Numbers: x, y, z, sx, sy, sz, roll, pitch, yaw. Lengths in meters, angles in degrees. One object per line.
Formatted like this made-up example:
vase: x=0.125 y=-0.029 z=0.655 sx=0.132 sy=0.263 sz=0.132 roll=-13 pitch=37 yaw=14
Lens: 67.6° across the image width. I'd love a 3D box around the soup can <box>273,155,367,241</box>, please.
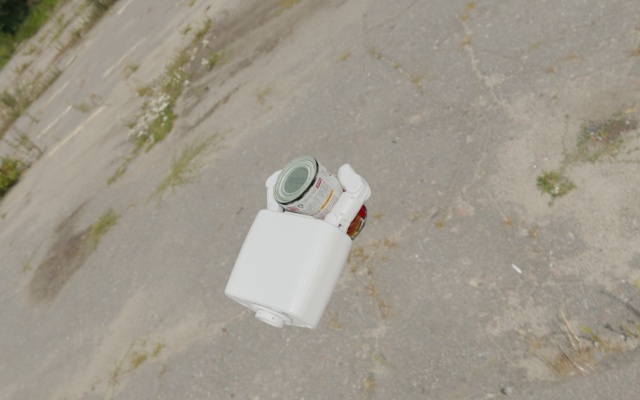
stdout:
soup can: x=0.000 y=0.001 z=0.570 sx=0.068 sy=0.068 sz=0.102 roll=0 pitch=-32 yaw=45
